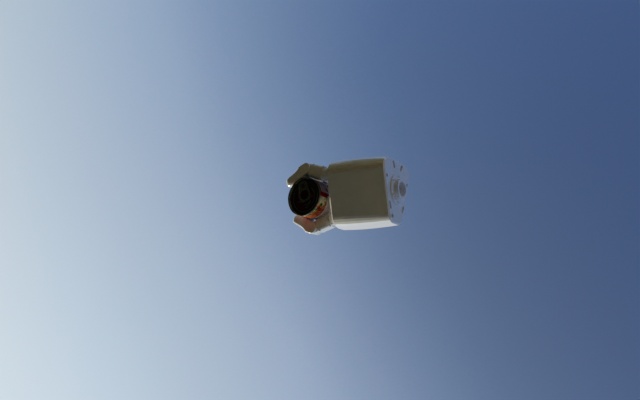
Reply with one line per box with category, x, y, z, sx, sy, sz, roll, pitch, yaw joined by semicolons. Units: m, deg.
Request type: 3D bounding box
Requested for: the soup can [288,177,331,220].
soup can;0.000;0.003;0.849;0.068;0.068;0.102;0;-11;36
